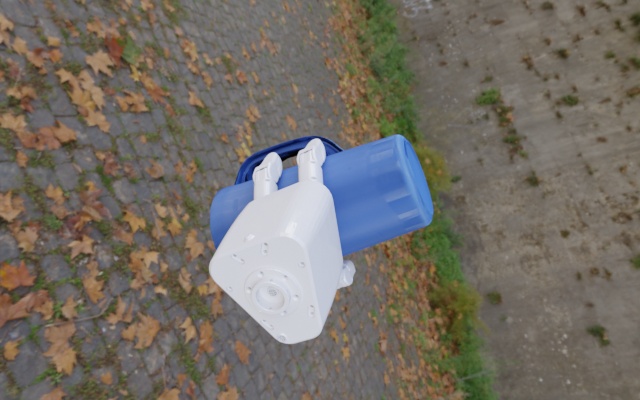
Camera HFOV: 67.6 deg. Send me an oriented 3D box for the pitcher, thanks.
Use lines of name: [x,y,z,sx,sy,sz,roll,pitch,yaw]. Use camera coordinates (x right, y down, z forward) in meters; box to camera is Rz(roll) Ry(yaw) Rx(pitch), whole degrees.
pitcher: [0.000,0.002,0.572,0.243,0.149,0.145,-19,18,19]
